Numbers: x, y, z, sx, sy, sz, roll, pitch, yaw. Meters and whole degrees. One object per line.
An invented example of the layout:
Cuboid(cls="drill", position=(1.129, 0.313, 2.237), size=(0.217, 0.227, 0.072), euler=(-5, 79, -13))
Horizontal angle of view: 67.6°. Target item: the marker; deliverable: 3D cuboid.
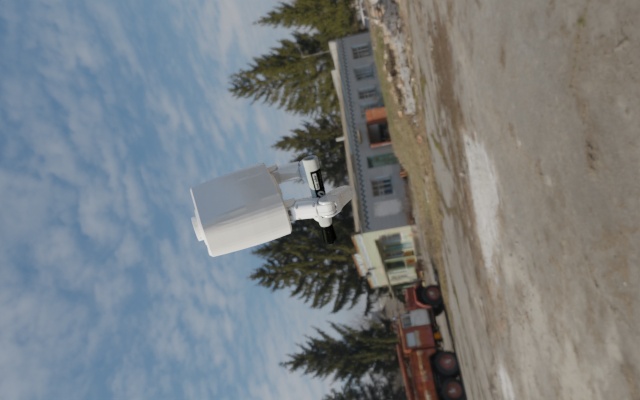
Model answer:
Cuboid(cls="marker", position=(0.000, 0.002, 0.609), size=(0.020, 0.121, 0.020), euler=(-12, 23, 5))
